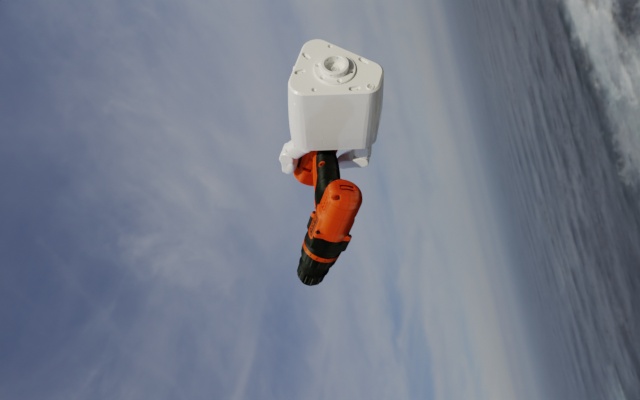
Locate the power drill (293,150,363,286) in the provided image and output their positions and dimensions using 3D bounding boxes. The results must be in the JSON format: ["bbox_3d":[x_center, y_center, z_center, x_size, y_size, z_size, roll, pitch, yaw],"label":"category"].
[{"bbox_3d":[0.000,0.002,0.668,0.057,0.187,0.185,7,-47,-18],"label":"power drill"}]
